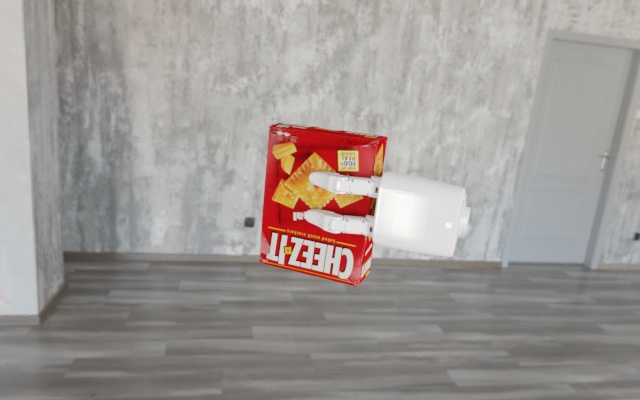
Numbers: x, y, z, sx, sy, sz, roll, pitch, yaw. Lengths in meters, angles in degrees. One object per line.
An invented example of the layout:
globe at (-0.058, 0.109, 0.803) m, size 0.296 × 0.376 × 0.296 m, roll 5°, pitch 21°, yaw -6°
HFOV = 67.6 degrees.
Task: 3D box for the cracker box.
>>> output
cracker box at (0.000, 0.002, 0.702) m, size 0.164 × 0.214 × 0.072 m, roll 11°, pitch 15°, yaw 18°
